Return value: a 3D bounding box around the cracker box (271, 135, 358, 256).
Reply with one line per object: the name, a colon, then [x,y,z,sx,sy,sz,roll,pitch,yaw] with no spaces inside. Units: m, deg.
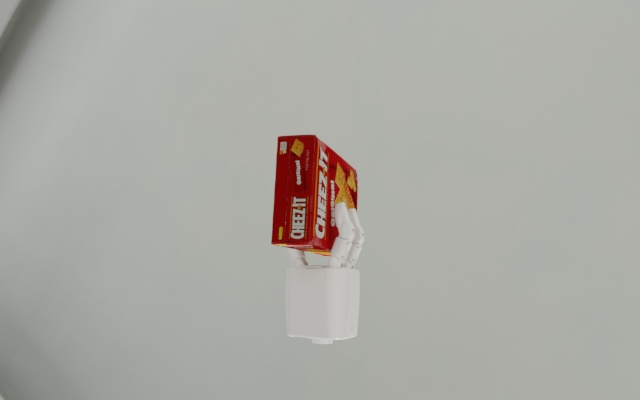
cracker box: [0.000,0.003,0.783,0.072,0.164,0.214,-2,-12,20]
